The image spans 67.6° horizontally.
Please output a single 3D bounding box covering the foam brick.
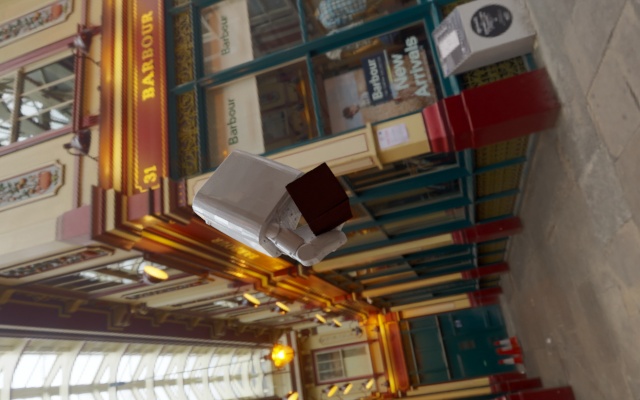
[{"bbox_3d":[0.000,0.002,0.538,0.053,0.051,0.078,-31,-18,-3],"label":"foam brick"}]
